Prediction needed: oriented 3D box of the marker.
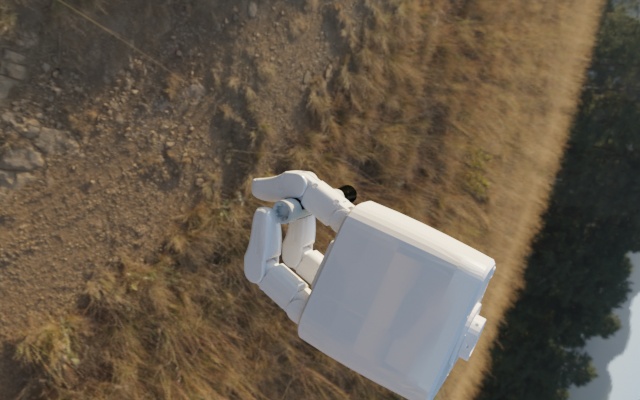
[{"bbox_3d":[0.000,0.001,0.423,0.020,0.020,0.121,0,7,30],"label":"marker"}]
